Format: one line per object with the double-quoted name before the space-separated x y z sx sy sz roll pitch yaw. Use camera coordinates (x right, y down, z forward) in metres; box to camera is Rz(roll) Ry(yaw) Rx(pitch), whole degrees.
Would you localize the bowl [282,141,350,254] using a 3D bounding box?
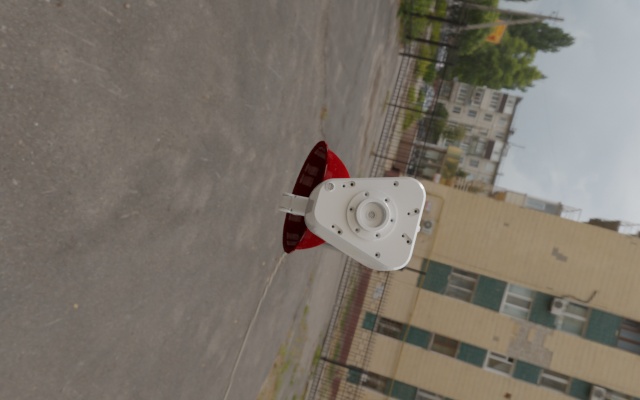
"bowl" 0.000 0.002 0.662 0.055 0.162 0.162 18 -5 -15
